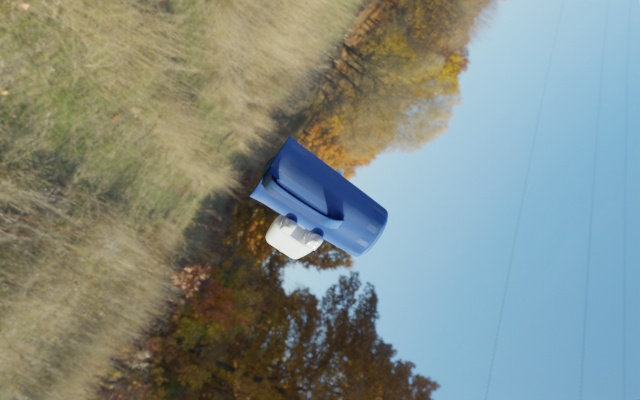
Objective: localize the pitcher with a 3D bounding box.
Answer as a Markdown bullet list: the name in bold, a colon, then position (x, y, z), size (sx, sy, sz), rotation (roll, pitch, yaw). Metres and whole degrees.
- **pitcher**: position (0.000, 0.003, 0.878), size (0.243, 0.149, 0.145), rotation (34, -30, -7)
